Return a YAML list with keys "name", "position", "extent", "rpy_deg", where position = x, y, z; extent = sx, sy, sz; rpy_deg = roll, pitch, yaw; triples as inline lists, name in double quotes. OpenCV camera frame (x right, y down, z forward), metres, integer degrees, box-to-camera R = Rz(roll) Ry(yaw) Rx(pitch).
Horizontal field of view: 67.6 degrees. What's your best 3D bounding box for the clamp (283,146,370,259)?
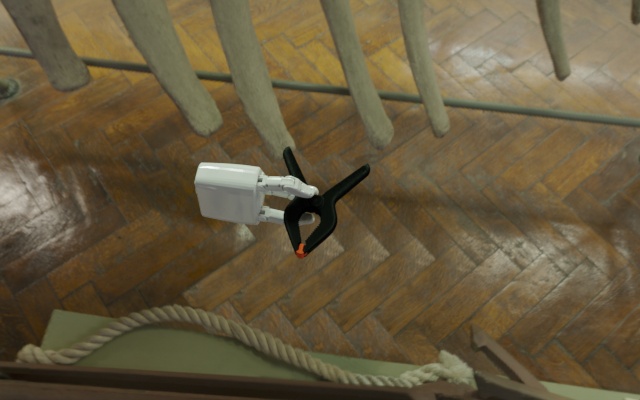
- name: "clamp"
  position: [0.000, 0.003, 0.847]
  extent: [0.164, 0.210, 0.036]
  rpy_deg: [6, -25, 4]
